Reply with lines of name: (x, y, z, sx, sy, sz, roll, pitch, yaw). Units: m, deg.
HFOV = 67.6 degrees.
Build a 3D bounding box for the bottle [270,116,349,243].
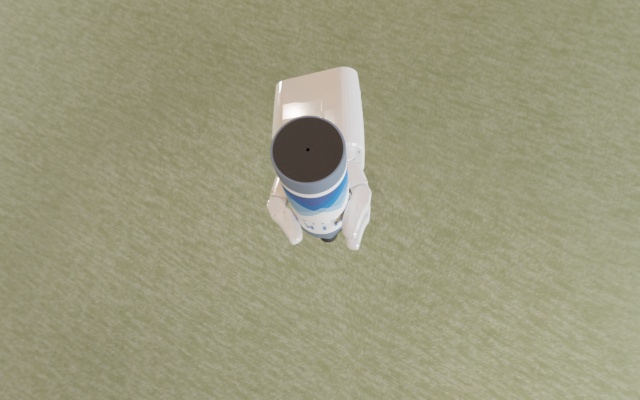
bottle: (0.000, 0.002, 0.552, 0.069, 0.069, 0.296, 0, -18, 5)
